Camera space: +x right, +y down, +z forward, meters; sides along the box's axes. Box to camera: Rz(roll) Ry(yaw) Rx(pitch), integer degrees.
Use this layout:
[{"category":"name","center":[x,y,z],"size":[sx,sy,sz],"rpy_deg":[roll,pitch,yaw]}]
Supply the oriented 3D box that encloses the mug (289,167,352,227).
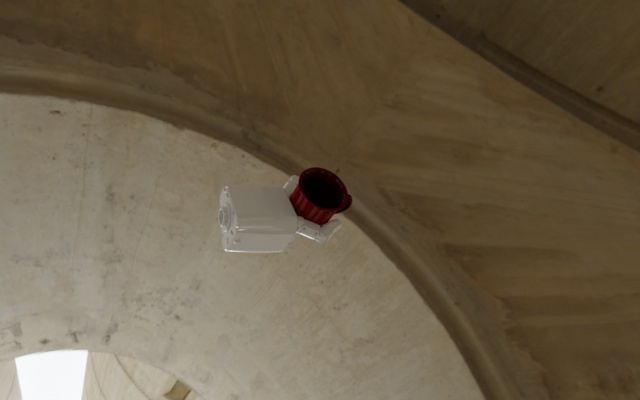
[{"category":"mug","center":[0.001,0.003,0.850],"size":[0.117,0.093,0.081],"rpy_deg":[3,-35,-27]}]
